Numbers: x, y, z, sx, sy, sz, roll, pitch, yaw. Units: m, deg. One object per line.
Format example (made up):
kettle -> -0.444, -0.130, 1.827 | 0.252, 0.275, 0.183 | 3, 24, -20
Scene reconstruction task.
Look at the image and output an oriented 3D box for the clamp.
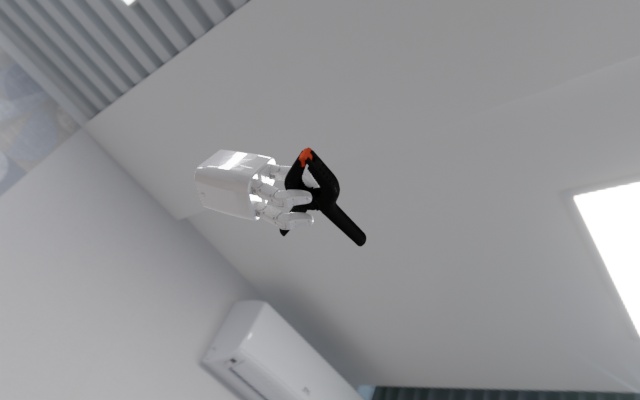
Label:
clamp -> 0.000, 0.002, 0.813 | 0.164, 0.210, 0.036 | 10, 47, 12
